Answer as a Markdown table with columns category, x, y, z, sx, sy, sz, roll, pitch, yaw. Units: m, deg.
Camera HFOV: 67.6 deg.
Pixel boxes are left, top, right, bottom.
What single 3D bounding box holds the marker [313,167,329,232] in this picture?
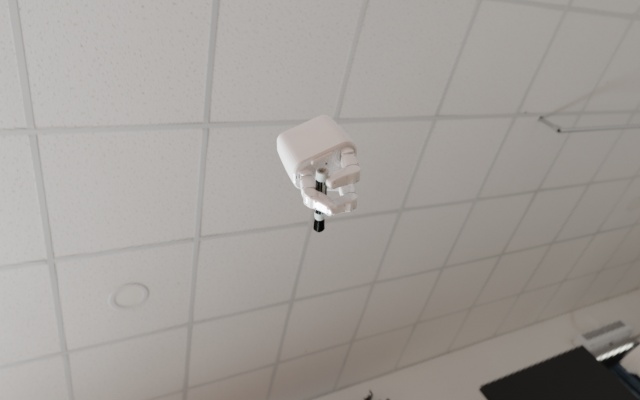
| category | x | y | z | sx | sy | sz | roll | pitch | yaw |
| --- | --- | --- | --- | --- | --- | --- | --- | --- | --- |
| marker | 0.000 | 0.002 | 0.746 | 0.020 | 0.121 | 0.020 | 2 | 39 | -2 |
